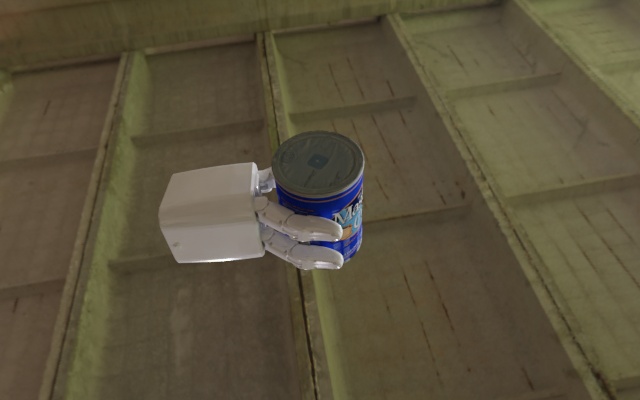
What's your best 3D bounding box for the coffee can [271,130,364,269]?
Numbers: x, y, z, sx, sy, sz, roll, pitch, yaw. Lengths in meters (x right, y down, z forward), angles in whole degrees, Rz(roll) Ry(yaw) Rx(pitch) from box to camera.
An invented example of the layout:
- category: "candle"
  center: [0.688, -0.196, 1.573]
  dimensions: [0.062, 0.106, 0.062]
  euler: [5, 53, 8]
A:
- category: "coffee can"
  center: [0.000, 0.002, 0.577]
  dimensions: [0.103, 0.102, 0.140]
  euler: [0, -42, 4]
